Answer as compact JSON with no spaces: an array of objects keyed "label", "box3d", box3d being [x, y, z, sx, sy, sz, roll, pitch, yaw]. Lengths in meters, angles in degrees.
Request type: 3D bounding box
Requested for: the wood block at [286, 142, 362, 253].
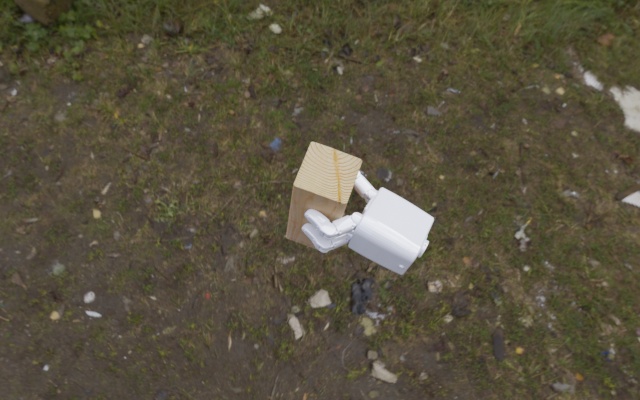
[{"label":"wood block","box3d":[0.001,0.003,0.833,0.090,0.090,0.206,20,-28,3]}]
